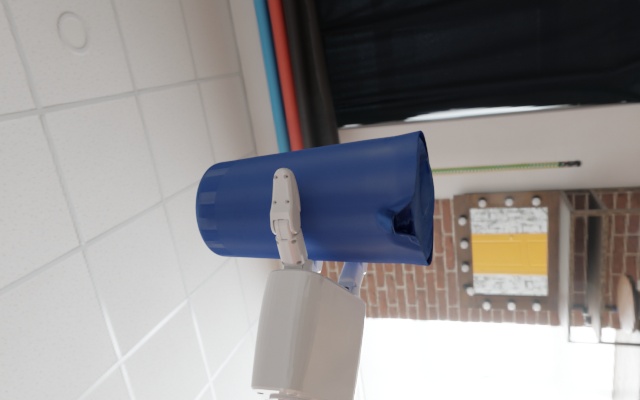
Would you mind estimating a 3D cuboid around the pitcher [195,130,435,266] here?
[{"bbox_3d":[0.000,0.002,0.517,0.243,0.145,0.149,-3,-29,19],"label":"pitcher"}]
